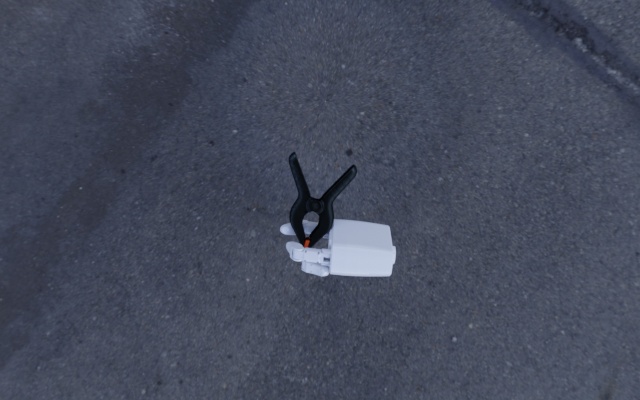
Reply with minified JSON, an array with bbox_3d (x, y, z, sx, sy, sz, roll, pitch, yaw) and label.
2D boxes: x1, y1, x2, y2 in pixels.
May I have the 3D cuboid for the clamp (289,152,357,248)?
[{"bbox_3d":[0.000,0.003,0.841,0.120,0.171,0.039,4,12,2],"label":"clamp"}]
